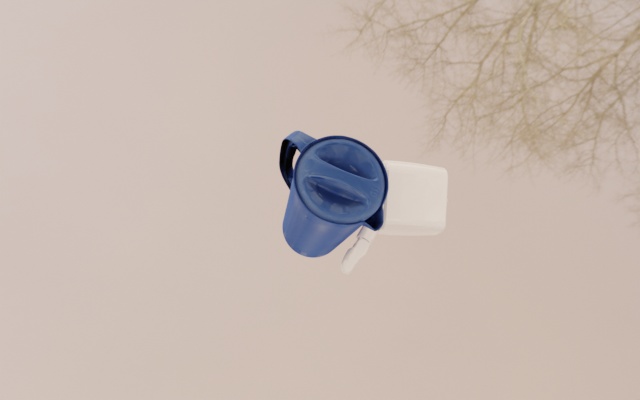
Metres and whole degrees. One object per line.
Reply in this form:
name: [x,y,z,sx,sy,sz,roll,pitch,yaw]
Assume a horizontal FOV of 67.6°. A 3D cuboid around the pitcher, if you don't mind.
pitcher: [0.000,0.003,0.751,0.145,0.149,0.243,5,-21,-11]
